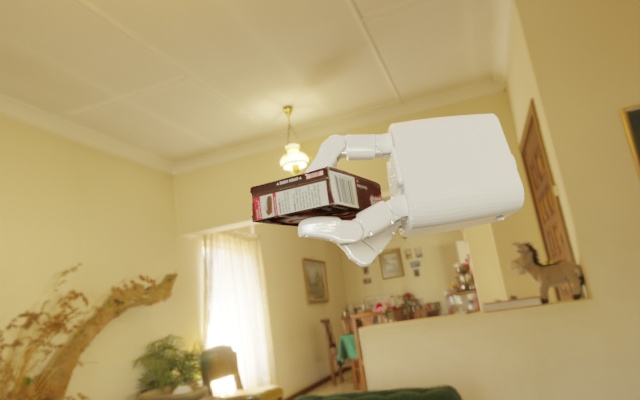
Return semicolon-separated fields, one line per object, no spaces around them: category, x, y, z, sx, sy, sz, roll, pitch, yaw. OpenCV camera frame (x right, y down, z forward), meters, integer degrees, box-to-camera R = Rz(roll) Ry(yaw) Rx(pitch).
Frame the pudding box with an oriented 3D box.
pudding box;0.000;0.001;0.472;0.090;0.039;0.113;-14;-15;29
